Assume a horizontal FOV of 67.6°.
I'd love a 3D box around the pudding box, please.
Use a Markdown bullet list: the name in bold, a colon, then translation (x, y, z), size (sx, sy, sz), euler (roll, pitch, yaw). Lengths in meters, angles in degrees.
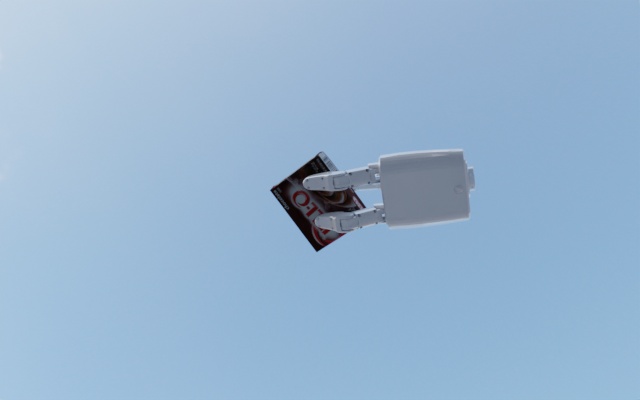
- **pudding box**: translation (0.000, 0.002, 0.662), size (0.090, 0.113, 0.039), euler (-35, 4, 22)
